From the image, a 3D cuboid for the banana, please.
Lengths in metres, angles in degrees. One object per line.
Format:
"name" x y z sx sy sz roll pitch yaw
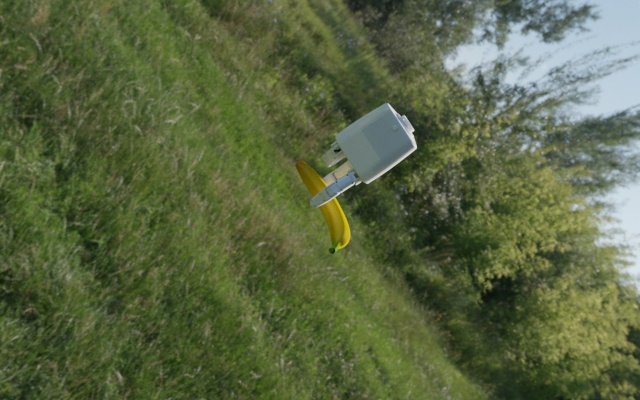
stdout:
"banana" 0.010 0.011 0.871 0.037 0.197 0.070 -34 -29 17
